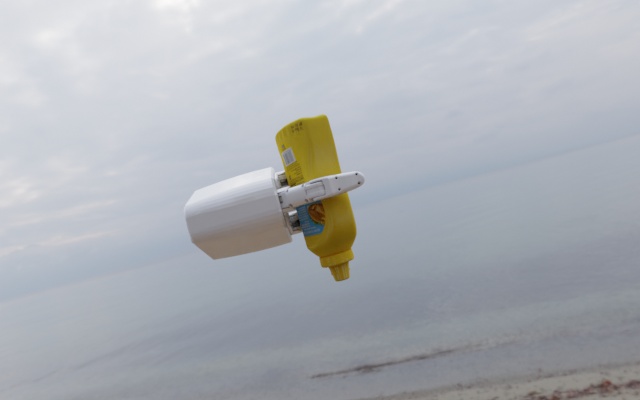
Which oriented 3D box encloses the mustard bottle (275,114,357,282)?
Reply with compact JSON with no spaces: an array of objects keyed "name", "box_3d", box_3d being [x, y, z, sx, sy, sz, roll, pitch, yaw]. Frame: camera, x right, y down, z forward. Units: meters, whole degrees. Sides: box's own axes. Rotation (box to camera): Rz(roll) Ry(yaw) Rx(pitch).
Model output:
[{"name":"mustard bottle","box_3d":[0.000,0.002,0.568,0.058,0.191,0.096,-14,-2,-26]}]
